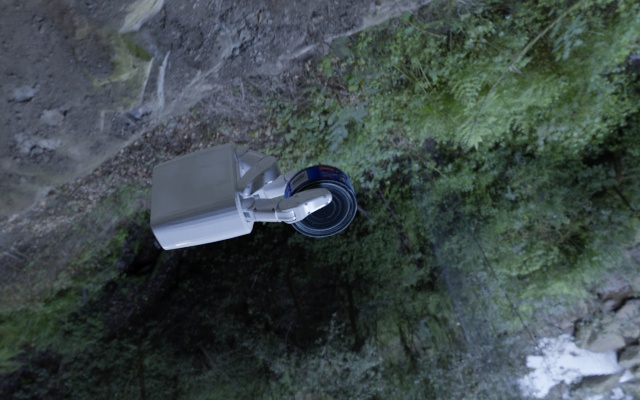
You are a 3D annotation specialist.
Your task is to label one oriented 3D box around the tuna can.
[{"bbox_3d":[0.000,0.002,0.573,0.086,0.086,0.033,0,34,-10],"label":"tuna can"}]
